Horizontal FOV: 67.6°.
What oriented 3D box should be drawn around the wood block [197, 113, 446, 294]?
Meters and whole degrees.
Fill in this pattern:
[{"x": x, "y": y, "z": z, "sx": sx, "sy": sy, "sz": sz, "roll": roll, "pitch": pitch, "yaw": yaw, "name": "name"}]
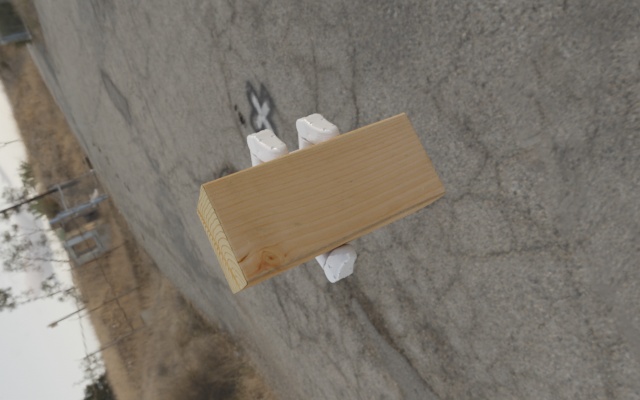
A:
[{"x": 0.000, "y": 0.002, "z": 0.454, "sx": 0.206, "sy": 0.091, "sz": 0.090, "roll": -23, "pitch": -8, "yaw": -22, "name": "wood block"}]
